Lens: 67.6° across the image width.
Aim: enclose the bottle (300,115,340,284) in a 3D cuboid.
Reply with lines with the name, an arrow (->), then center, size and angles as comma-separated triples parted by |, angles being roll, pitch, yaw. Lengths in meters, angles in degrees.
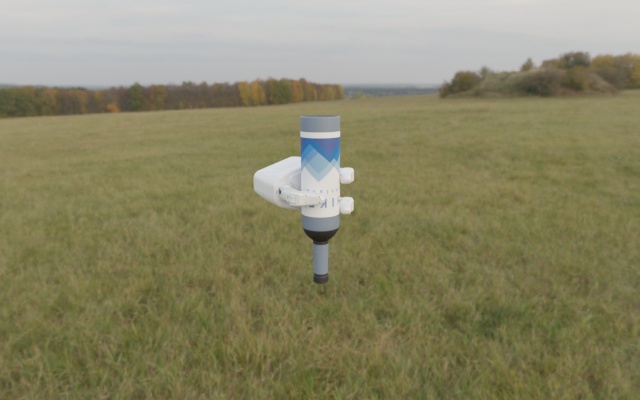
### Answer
bottle -> 0.000, 0.002, 0.830 | 0.069, 0.296, 0.069 | 0, 13, 0
